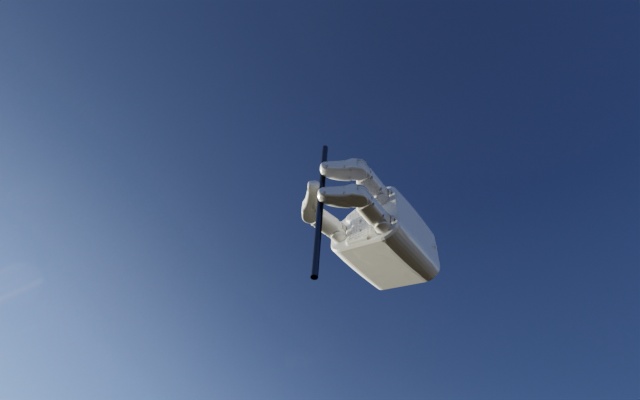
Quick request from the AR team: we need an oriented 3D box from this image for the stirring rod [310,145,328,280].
[{"bbox_3d":[0.000,0.002,0.573,0.011,0.011,0.239,0,39,4],"label":"stirring rod"}]
